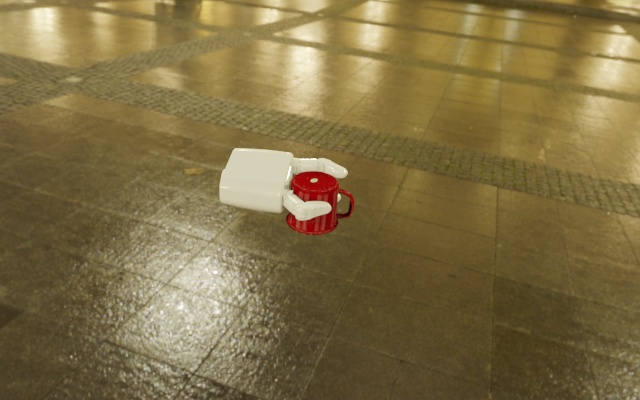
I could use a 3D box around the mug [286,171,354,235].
[{"bbox_3d":[0.002,0.003,0.822,0.117,0.081,0.093,7,29,3],"label":"mug"}]
